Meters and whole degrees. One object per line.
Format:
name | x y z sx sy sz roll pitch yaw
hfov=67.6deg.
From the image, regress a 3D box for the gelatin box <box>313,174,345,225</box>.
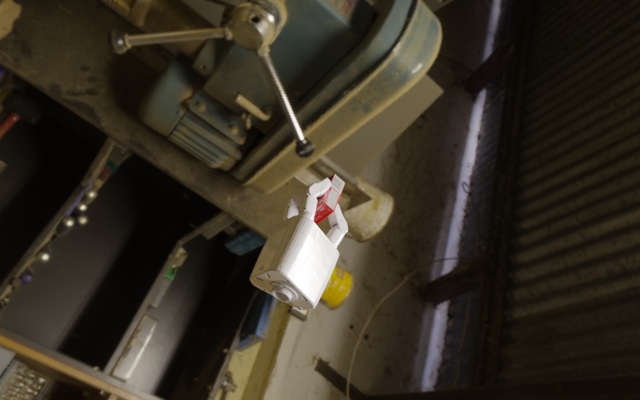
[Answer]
gelatin box | 0.001 0.003 0.842 0.073 0.030 0.089 -37 19 37
